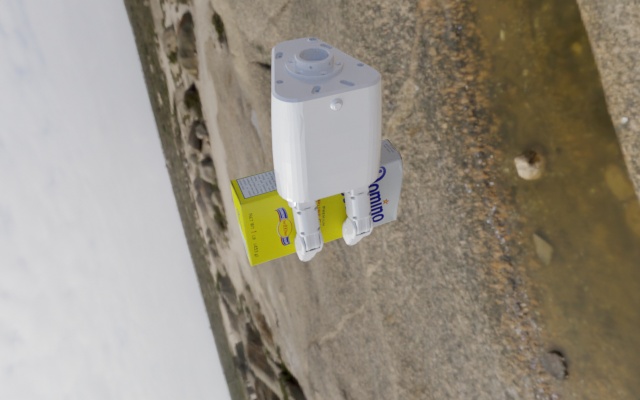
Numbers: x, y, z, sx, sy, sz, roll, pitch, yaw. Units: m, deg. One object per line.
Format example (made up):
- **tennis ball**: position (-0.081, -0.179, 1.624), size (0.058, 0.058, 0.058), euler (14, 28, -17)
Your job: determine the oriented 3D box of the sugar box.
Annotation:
- **sugar box**: position (0.000, 0.002, 0.507), size (0.176, 0.093, 0.048), euler (-15, 44, -14)
